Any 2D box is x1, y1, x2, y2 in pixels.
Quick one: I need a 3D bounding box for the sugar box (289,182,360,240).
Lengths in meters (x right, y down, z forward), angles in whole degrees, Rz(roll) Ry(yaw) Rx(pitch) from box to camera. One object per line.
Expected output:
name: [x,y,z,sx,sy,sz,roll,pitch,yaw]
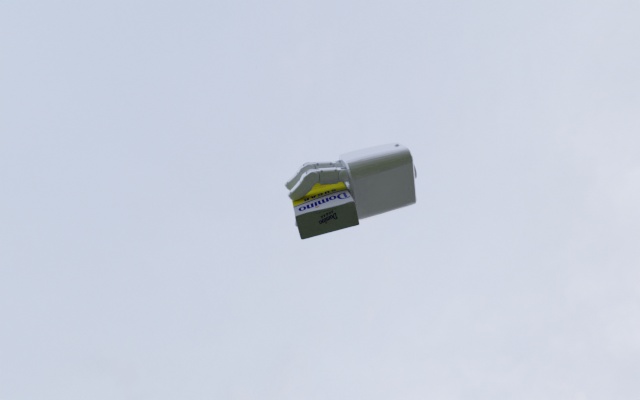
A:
sugar box: [0.000,0.002,0.778,0.093,0.048,0.176,-15,17,-3]
